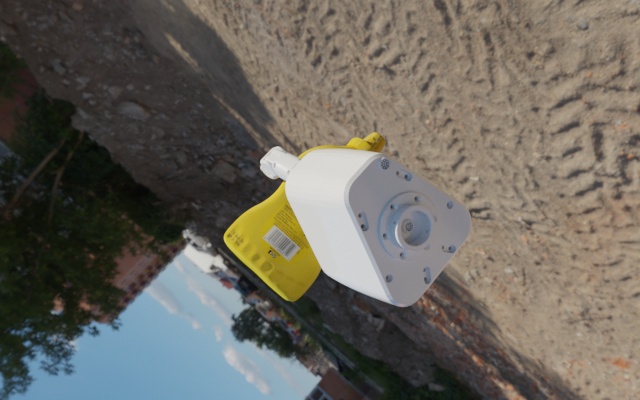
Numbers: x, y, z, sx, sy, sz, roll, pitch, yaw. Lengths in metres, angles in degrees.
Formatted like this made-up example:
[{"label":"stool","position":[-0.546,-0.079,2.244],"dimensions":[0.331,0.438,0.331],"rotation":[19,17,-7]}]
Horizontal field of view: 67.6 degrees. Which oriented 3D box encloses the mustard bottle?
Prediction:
[{"label":"mustard bottle","position":[0.000,0.002,0.486],"dimensions":[0.096,0.191,0.058],"rotation":[42,-13,3]}]
